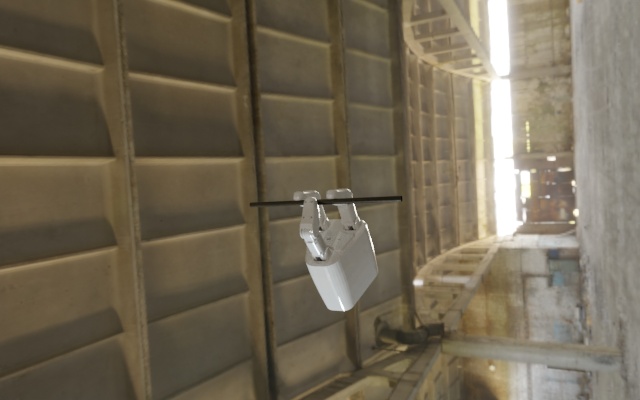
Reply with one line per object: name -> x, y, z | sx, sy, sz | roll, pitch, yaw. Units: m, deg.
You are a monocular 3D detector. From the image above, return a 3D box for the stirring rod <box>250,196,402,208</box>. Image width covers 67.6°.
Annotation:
stirring rod -> 0.000, 0.002, 0.689 | 0.239, 0.011, 0.011 | -3, -1, 26
